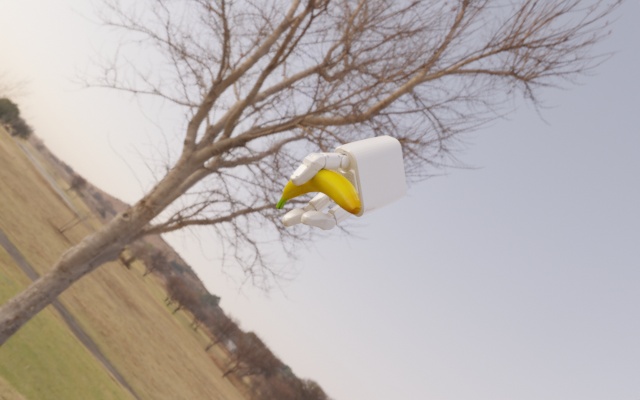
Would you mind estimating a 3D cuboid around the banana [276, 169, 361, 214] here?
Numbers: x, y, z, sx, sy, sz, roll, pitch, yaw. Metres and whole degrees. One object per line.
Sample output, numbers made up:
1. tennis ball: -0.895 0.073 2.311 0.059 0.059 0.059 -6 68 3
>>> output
1. banana: 0.000 -0.016 0.734 0.037 0.069 0.198 7 -3 -37
